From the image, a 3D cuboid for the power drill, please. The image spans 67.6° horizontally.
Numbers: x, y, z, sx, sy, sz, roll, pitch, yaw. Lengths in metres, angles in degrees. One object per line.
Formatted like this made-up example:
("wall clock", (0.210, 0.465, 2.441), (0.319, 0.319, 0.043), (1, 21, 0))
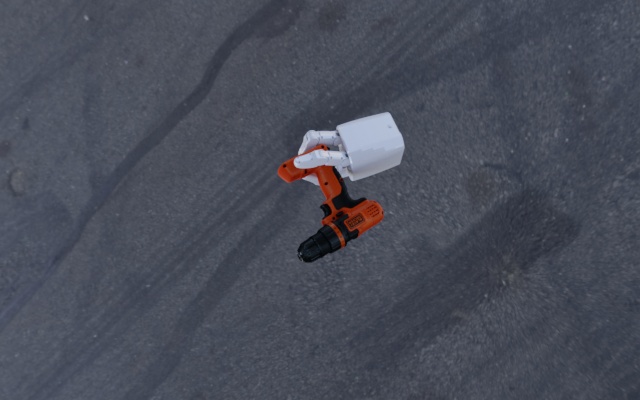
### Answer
("power drill", (0.000, 0.002, 0.884), (0.184, 0.187, 0.057), (-29, -10, -23))
